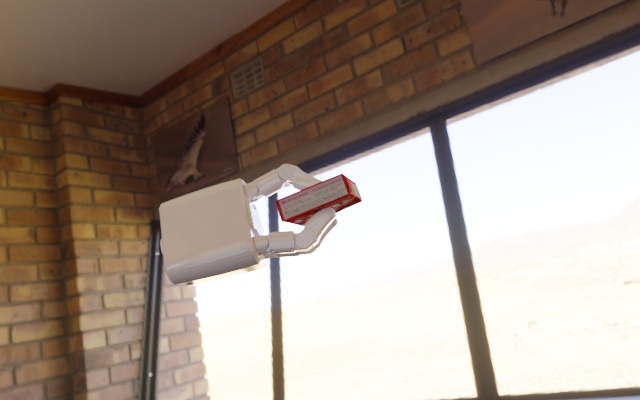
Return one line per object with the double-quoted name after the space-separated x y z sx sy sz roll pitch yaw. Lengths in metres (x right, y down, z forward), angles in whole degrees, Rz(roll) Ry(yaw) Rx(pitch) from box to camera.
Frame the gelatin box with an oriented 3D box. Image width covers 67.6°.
0.000 0.001 0.577 0.089 0.030 0.073 -23 -13 12 "gelatin box"
